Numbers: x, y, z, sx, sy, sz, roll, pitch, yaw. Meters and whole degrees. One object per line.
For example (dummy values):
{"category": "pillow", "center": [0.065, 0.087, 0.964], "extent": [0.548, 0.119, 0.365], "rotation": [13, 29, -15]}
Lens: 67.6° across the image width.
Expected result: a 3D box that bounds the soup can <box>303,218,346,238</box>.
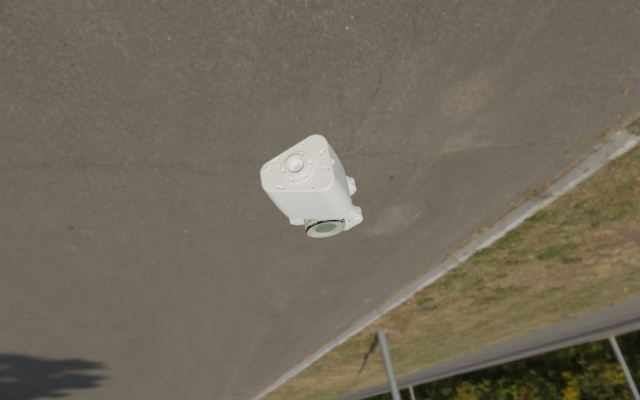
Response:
{"category": "soup can", "center": [0.000, 0.003, 0.796], "extent": [0.068, 0.102, 0.068], "rotation": [-9, -25, -4]}
